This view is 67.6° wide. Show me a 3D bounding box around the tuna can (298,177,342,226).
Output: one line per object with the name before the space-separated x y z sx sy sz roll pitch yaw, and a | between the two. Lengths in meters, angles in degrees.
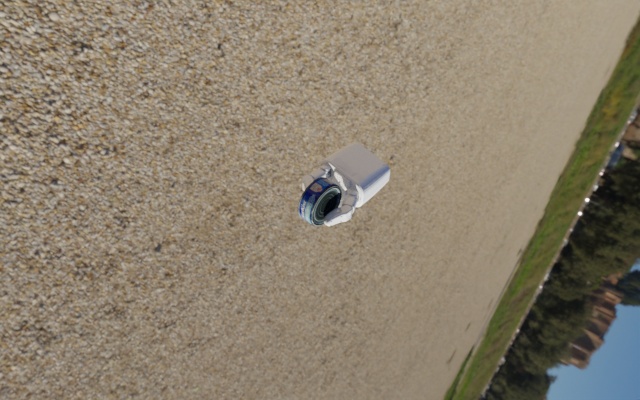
tuna can | 0.001 0.003 0.867 0.033 0.086 0.086 32 17 29
